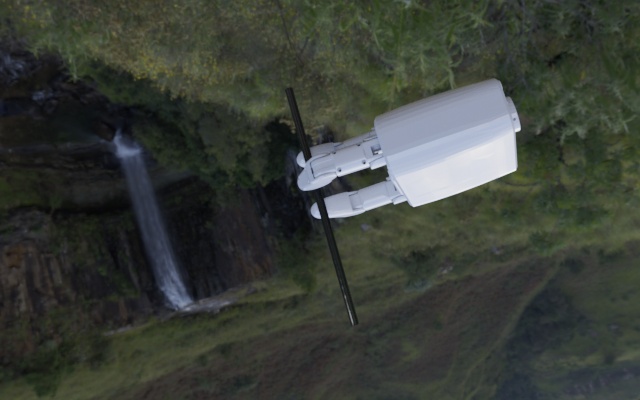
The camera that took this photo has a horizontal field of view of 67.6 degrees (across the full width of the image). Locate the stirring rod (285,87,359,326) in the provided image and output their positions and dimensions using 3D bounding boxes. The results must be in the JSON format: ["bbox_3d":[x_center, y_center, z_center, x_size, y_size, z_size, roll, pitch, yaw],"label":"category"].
[{"bbox_3d":[0.000,0.001,0.464,0.011,0.239,0.011,-15,-9,-3],"label":"stirring rod"}]
